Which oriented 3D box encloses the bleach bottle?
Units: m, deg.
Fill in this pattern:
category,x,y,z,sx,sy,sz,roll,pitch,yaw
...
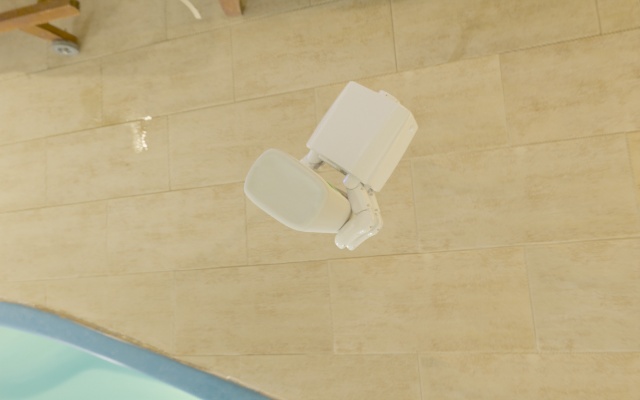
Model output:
category,x,y,z,sx,sy,sz,roll,pitch,yaw
bleach bottle,0.000,0.002,0.635,0.102,0.068,0.251,35,5,18
